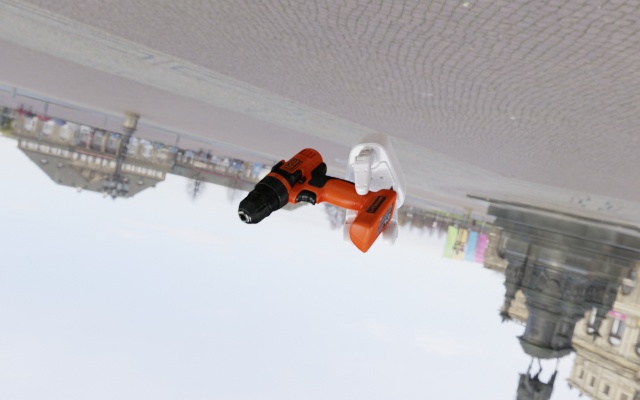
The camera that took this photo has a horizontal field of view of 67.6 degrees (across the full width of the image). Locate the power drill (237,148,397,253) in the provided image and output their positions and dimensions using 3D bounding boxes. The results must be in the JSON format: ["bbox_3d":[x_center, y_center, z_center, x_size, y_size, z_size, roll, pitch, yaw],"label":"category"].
[{"bbox_3d":[0.001,0.002,0.683,0.187,0.057,0.184,25,45,20],"label":"power drill"}]
